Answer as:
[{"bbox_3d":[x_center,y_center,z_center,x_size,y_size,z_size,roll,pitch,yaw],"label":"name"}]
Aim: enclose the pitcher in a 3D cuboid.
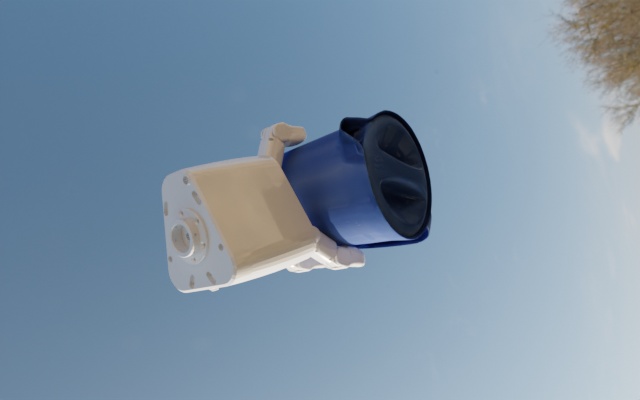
[{"bbox_3d":[0.000,0.002,0.555,0.243,0.149,0.145,-14,1,37],"label":"pitcher"}]
